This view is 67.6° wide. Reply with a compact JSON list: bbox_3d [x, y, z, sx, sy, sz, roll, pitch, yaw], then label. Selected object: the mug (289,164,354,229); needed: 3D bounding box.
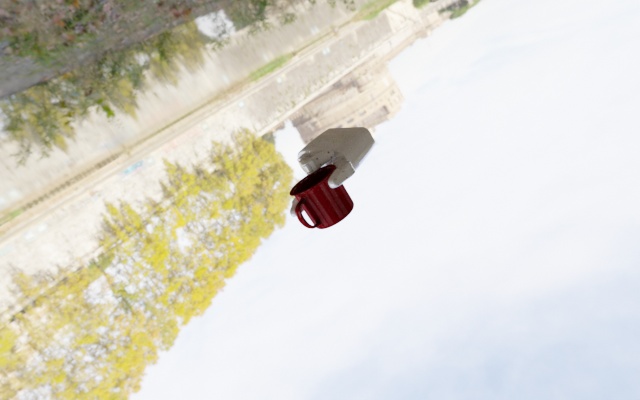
[{"bbox_3d":[0.000,0.004,0.825,0.093,0.081,0.117,-16,23,44],"label":"mug"}]
